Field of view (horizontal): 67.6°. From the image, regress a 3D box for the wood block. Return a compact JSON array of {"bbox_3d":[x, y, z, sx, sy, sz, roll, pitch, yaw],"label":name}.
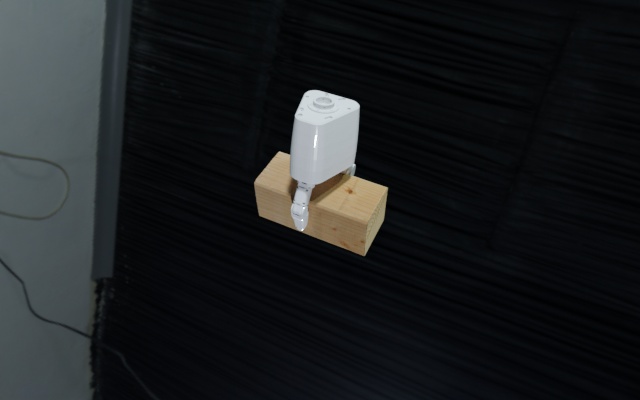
[{"bbox_3d":[0.000,0.003,0.824,0.206,0.090,0.090,20,51,18],"label":"wood block"}]
